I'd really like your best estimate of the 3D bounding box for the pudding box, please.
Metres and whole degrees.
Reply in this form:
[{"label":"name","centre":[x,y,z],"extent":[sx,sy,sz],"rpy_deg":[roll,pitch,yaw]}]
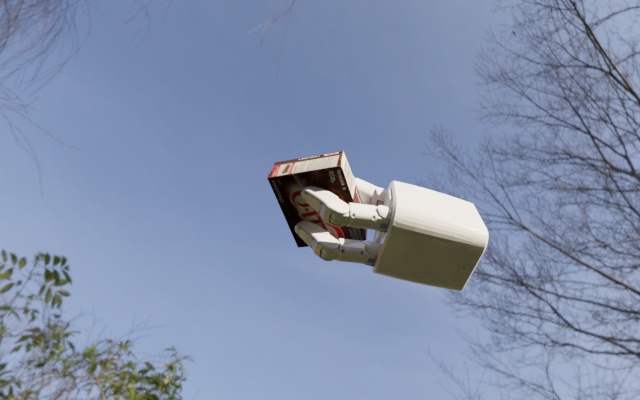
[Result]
[{"label":"pudding box","centre":[0.000,0.002,0.566],"extent":[0.090,0.114,0.039],"rpy_deg":[-8,34,18]}]
